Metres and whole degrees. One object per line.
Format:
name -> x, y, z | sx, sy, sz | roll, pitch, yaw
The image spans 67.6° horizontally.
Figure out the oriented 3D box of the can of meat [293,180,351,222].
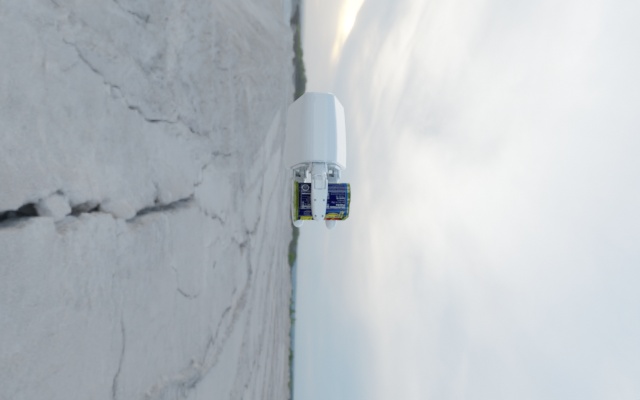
can of meat -> 0.000, 0.002, 0.738 | 0.084, 0.057, 0.102 | 0, -6, -3
